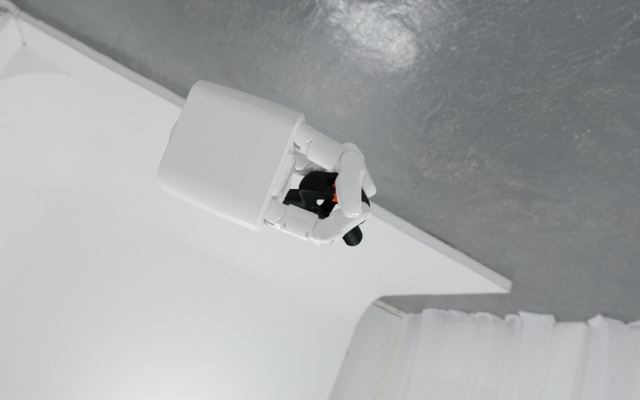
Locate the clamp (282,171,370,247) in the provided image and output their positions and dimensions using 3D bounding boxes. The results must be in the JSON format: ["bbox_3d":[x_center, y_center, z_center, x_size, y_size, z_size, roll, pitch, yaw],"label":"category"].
[{"bbox_3d":[0.000,0.002,0.526,0.120,0.039,0.171,20,-20,4],"label":"clamp"}]
